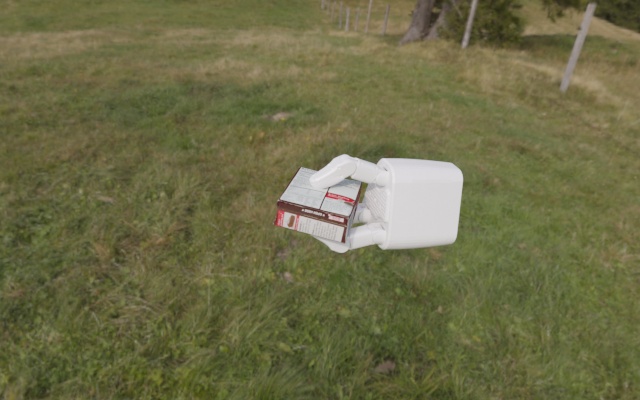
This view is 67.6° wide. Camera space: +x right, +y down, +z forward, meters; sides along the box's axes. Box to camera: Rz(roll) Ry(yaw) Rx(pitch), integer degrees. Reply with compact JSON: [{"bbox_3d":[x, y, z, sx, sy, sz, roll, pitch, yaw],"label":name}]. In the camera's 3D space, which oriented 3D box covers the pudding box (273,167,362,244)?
[{"bbox_3d":[0.000,0.002,0.599,0.090,0.039,0.113,13,26,7],"label":"pudding box"}]
